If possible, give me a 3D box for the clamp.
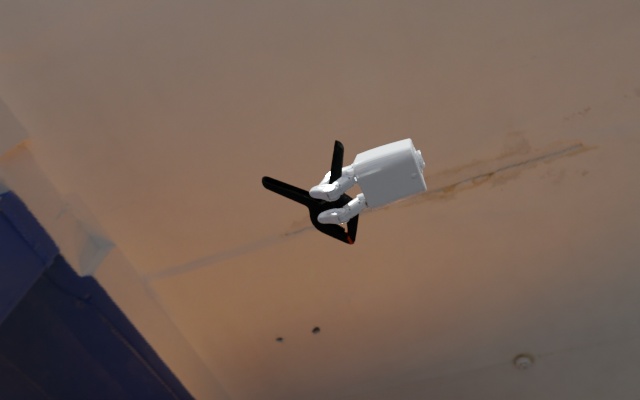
[{"bbox_3d":[0.001,0.003,0.887,0.164,0.210,0.036,-18,30,16],"label":"clamp"}]
